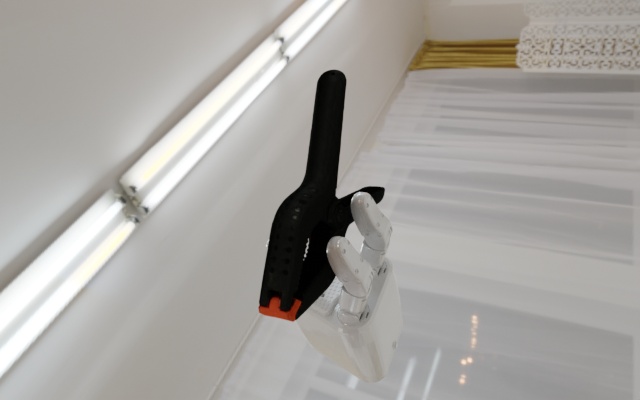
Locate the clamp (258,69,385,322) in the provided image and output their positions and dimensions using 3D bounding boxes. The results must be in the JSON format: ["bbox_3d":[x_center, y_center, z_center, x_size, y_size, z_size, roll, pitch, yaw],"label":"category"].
[{"bbox_3d":[-0.001,0.002,0.413,0.036,0.165,0.210,4,44,29],"label":"clamp"}]
